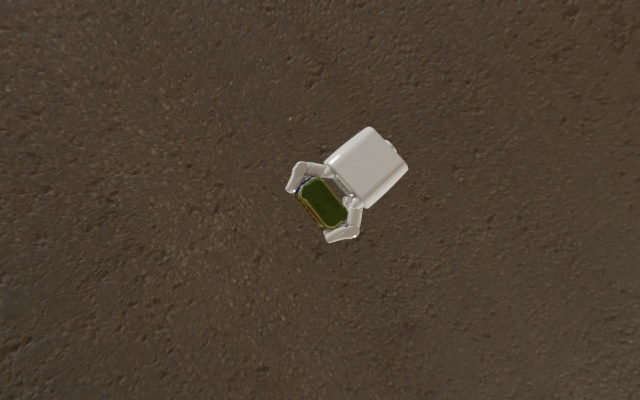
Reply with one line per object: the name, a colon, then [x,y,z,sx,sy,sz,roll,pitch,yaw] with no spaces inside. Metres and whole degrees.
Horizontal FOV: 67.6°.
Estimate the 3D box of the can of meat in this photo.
can of meat: [0.000,0.003,0.870,0.057,0.102,0.084,-40,9,-6]
